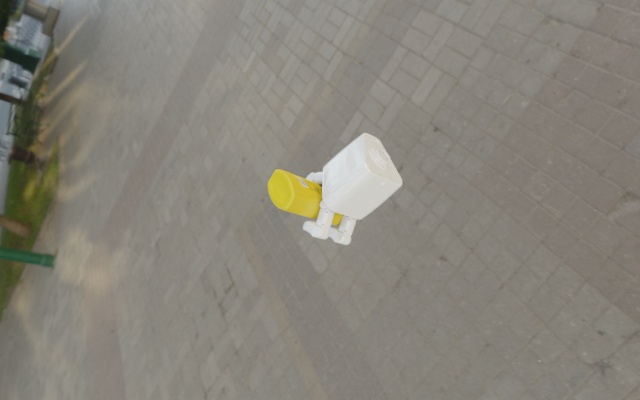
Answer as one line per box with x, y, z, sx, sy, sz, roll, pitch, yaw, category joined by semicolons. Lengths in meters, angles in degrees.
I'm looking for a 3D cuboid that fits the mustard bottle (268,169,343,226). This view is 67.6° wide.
0.000;0.003;0.882;0.192;0.058;0.096;18;20;-38;mustard bottle
